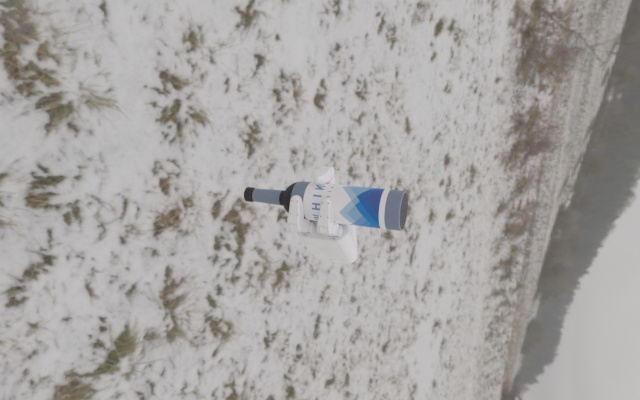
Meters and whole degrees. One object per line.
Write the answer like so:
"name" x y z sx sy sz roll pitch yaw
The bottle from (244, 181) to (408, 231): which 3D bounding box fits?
"bottle" 0.000 0.003 0.835 0.295 0.069 0.069 6 2 21
